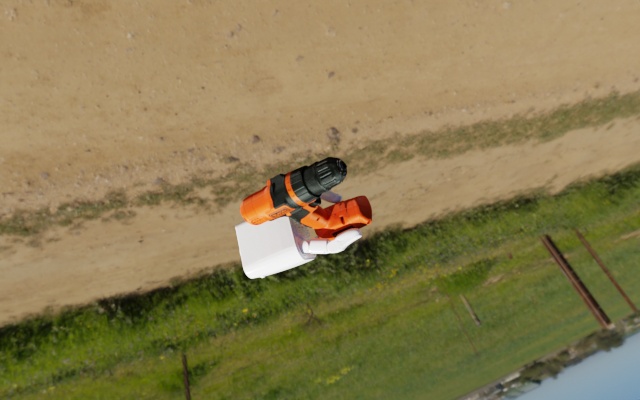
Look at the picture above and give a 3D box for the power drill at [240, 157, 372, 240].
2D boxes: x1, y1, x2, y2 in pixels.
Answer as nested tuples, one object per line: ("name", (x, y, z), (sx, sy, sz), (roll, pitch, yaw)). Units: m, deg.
("power drill", (0.000, 0.003, 0.733), (0.184, 0.057, 0.188), (-23, -29, 31))
